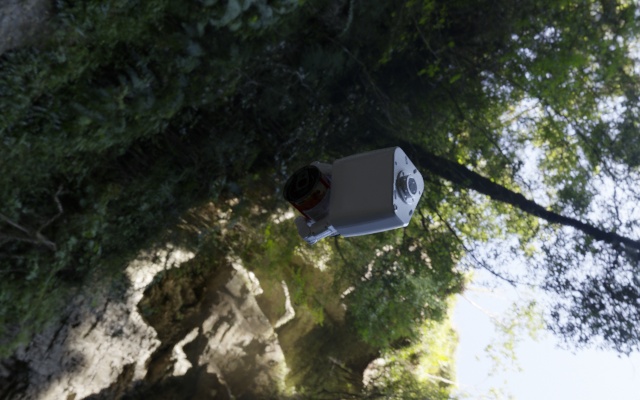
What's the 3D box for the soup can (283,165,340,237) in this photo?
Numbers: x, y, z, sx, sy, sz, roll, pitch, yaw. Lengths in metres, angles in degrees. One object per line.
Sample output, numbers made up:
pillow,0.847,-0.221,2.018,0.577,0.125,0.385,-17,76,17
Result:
soup can,0.000,0.003,0.738,0.068,0.068,0.102,0,-34,44
